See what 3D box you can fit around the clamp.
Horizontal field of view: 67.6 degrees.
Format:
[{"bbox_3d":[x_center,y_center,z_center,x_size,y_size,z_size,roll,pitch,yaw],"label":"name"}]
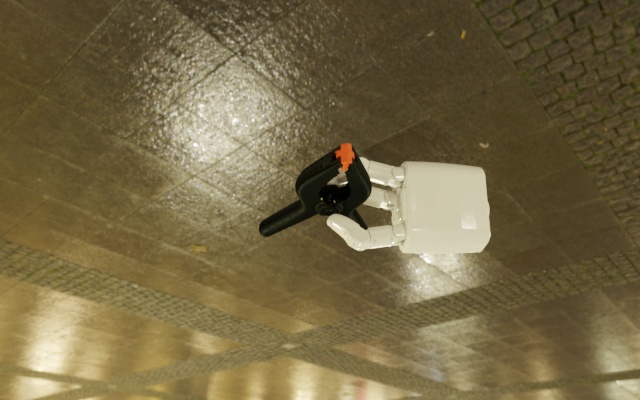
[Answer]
[{"bbox_3d":[0.000,0.002,0.616,0.164,0.036,0.210,1,-33,-4],"label":"clamp"}]
